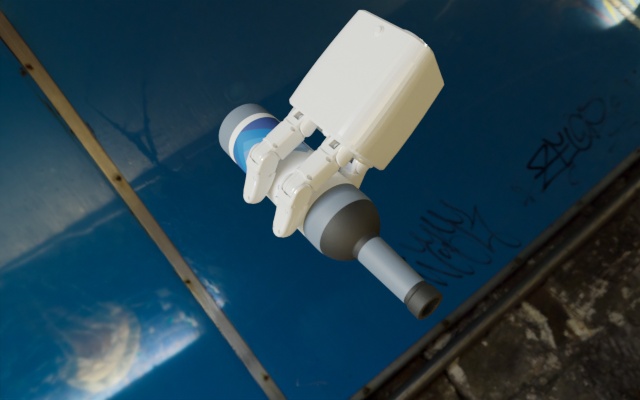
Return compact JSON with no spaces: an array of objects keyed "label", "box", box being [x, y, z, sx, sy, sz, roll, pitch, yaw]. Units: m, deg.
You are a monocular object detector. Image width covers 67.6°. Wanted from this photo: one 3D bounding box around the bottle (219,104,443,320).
[{"label":"bottle","box":[0.000,0.001,0.459,0.069,0.069,0.295,0,34,-45]}]
